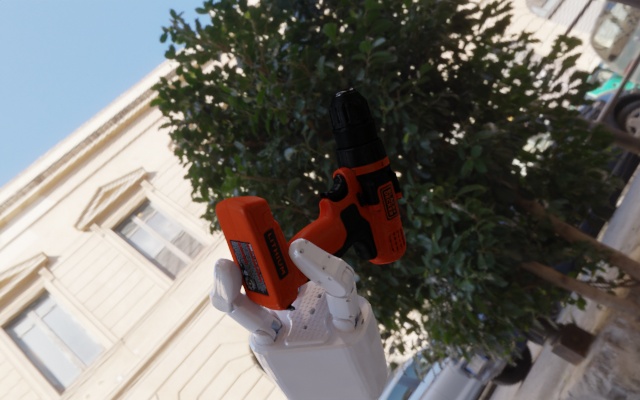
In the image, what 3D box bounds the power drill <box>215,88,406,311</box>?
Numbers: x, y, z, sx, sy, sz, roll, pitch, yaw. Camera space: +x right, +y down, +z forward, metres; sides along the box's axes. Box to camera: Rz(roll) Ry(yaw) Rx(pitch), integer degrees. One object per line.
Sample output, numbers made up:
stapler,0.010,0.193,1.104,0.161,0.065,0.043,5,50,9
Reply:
power drill,0.000,0.002,0.449,0.187,0.184,0.057,-26,15,-35
